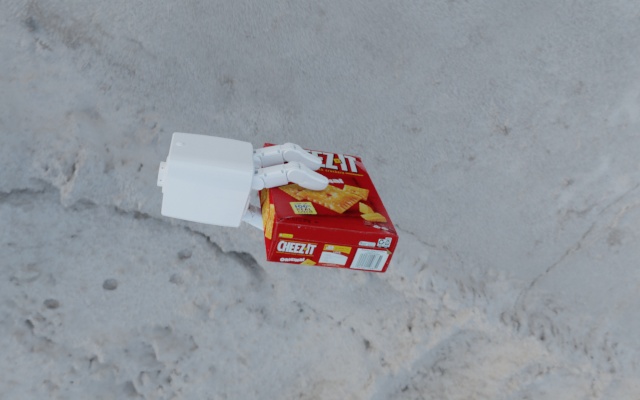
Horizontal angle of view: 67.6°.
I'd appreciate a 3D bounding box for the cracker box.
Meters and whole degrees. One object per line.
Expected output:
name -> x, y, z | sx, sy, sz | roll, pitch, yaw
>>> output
cracker box -> 0.000, 0.002, 0.679 | 0.164, 0.072, 0.213 | 8, 32, -16
